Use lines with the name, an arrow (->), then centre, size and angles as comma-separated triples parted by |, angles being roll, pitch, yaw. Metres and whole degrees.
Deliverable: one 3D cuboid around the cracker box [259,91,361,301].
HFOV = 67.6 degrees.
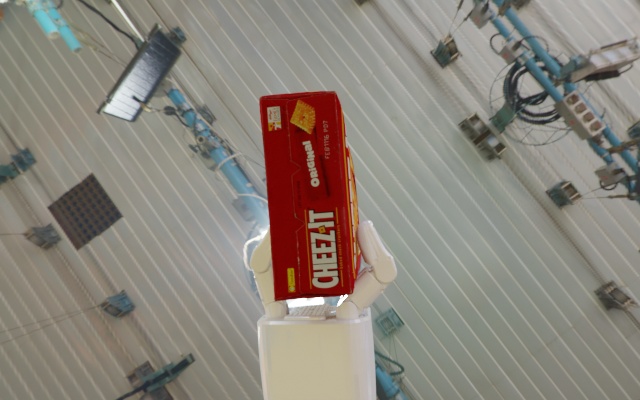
cracker box -> 0.000, 0.002, 0.474 | 0.072, 0.164, 0.214 | -5, -4, 5
